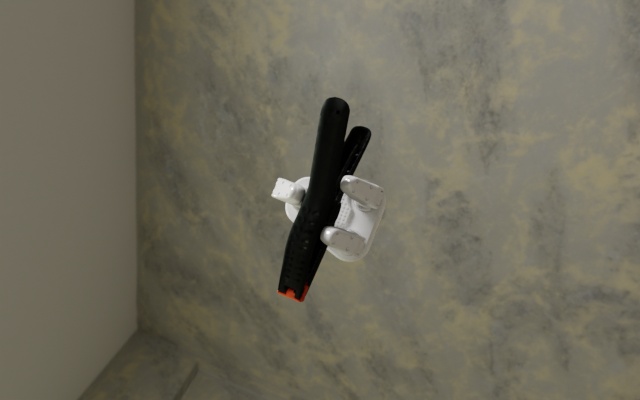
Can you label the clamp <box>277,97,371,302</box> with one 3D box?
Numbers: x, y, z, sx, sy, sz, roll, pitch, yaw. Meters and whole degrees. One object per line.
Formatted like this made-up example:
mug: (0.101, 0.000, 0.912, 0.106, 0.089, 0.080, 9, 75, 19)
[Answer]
clamp: (-0.001, 0.002, 0.486, 0.036, 0.210, 0.164, 20, -3, 14)
